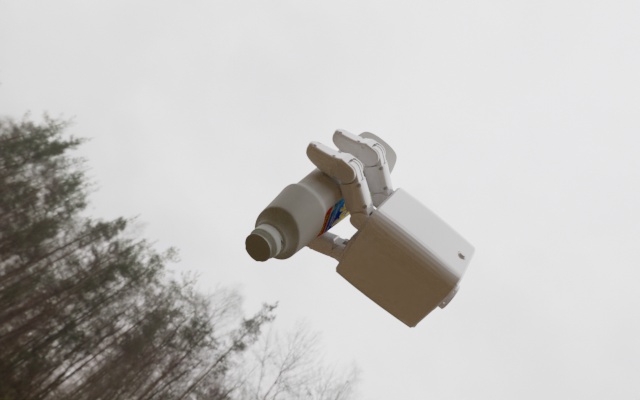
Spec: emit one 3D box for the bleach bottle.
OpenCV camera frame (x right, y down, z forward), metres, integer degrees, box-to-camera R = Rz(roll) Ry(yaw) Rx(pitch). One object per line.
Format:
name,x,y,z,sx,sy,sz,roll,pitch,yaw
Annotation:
bleach bottle,0.000,0.002,0.525,0.068,0.103,0.250,39,36,10
